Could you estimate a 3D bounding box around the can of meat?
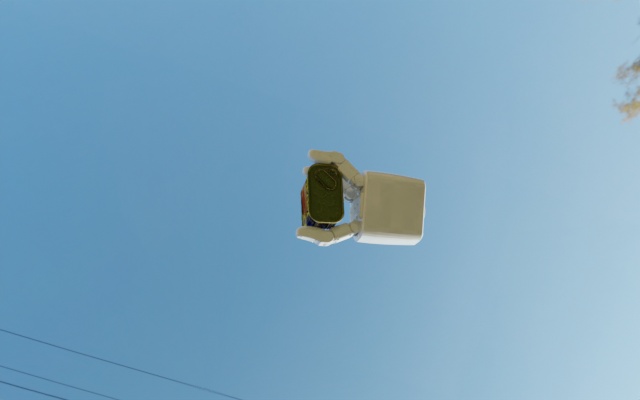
[{"bbox_3d":[0.000,0.003,0.788,0.057,0.102,0.084,2,-23,-12],"label":"can of meat"}]
